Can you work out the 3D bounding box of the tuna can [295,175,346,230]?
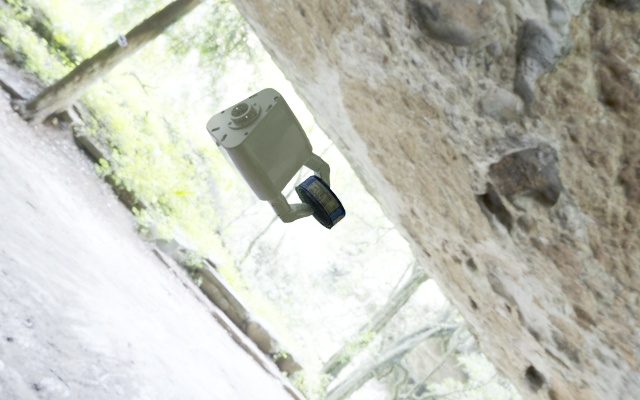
[{"bbox_3d":[0.001,0.002,0.733,0.033,0.086,0.086,-40,10,-13],"label":"tuna can"}]
